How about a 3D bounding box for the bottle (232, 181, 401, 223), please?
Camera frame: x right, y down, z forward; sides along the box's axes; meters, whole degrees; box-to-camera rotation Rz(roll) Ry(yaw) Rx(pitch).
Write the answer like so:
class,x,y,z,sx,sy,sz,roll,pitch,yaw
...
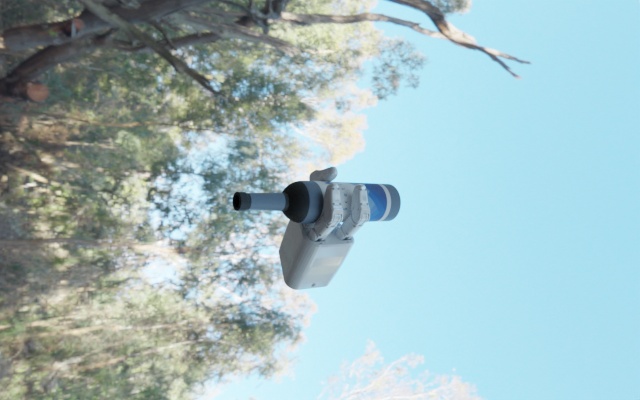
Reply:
class,x,y,z,sx,sy,sz,roll,pitch,yaw
bottle,0.000,0.002,0.761,0.296,0.069,0.069,1,0,-36
